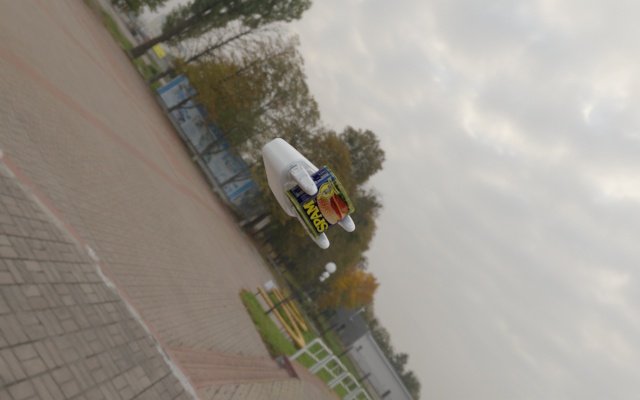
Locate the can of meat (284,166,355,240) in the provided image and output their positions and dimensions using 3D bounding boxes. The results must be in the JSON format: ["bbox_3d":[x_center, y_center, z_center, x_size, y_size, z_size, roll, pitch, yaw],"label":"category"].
[{"bbox_3d":[0.000,0.002,0.815,0.084,0.102,0.057,-35,37,-6],"label":"can of meat"}]
